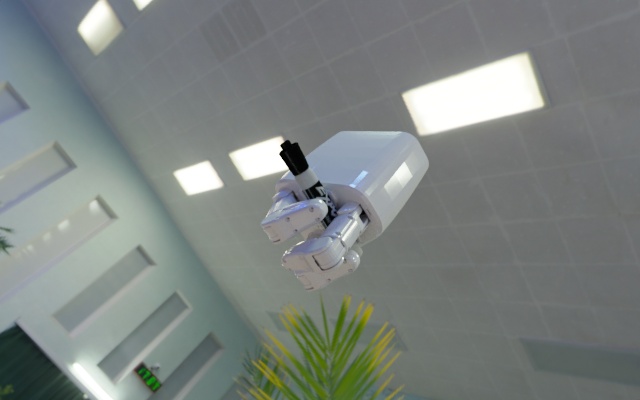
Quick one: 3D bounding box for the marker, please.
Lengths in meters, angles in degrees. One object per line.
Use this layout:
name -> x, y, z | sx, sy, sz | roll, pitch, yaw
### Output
marker -> 0.000, 0.001, 0.410 | 0.020, 0.121, 0.020 | -28, 18, 10
